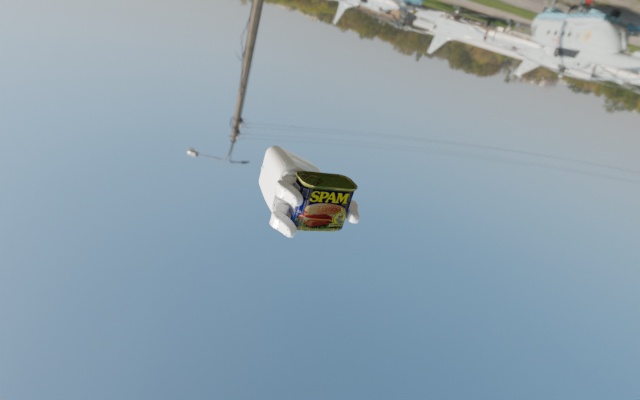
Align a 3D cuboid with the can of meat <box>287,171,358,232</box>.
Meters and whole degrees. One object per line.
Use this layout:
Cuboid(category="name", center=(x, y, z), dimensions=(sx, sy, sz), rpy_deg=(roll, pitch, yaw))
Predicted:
Cuboid(category="can of meat", center=(0.000, 0.003, 0.790), dimensions=(0.102, 0.084, 0.057), rpy_deg=(4, 27, -28))
